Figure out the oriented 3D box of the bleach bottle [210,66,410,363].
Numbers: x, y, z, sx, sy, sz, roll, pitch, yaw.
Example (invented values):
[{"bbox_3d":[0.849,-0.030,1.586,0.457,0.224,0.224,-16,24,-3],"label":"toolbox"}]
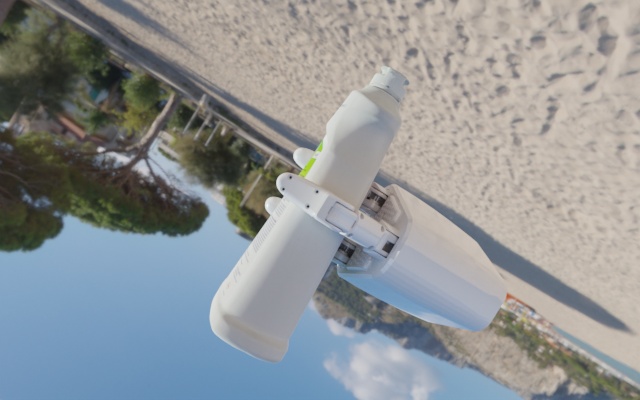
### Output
[{"bbox_3d":[0.000,0.001,0.401,0.068,0.251,0.102,31,1,-13],"label":"bleach bottle"}]
